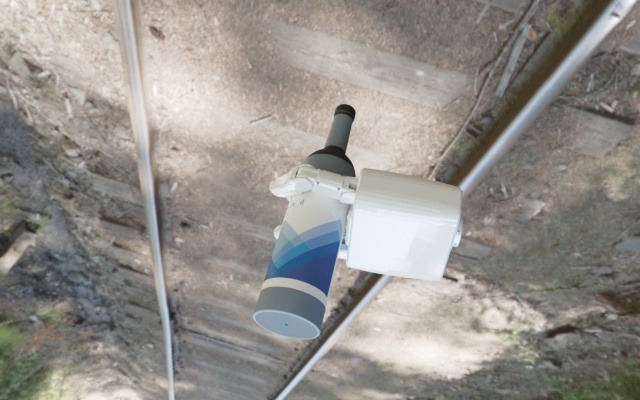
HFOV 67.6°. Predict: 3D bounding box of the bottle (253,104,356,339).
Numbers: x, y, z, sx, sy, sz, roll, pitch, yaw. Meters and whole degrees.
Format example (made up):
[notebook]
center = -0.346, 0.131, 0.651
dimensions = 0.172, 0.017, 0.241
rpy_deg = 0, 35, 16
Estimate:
[bottle]
center = 0.000, 0.002, 0.536
dimensions = 0.069, 0.295, 0.069
rpy_deg = 11, -34, 7
